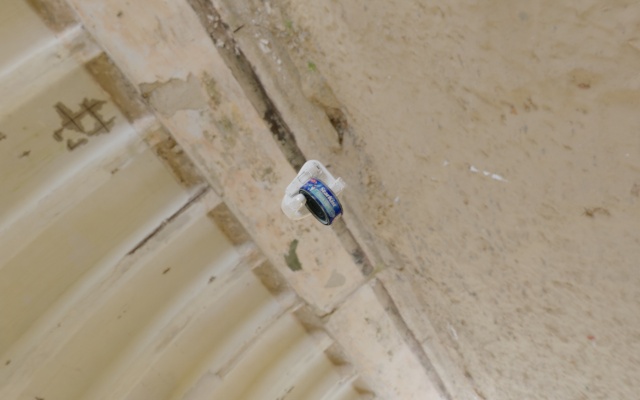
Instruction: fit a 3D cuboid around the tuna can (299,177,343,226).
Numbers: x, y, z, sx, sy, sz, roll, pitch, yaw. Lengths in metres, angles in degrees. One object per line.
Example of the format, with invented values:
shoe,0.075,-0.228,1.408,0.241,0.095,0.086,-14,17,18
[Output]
tuna can,0.000,0.003,0.846,0.033,0.086,0.086,-39,12,-16
